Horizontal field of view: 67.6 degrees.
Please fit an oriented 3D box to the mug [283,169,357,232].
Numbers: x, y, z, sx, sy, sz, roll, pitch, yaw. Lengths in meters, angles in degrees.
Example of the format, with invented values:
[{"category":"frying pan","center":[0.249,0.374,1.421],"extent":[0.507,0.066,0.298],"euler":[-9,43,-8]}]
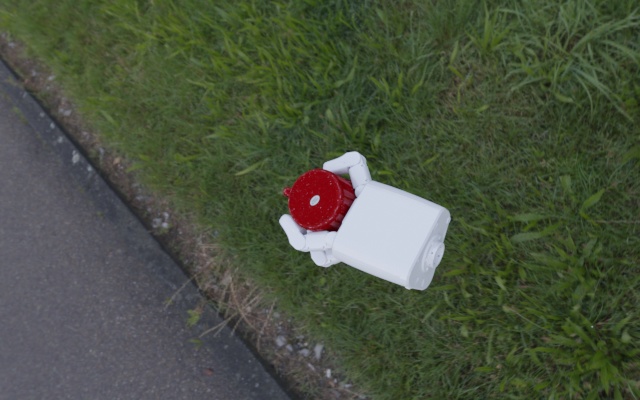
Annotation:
[{"category":"mug","center":[-0.001,0.002,0.652],"extent":[0.117,0.093,0.081],"euler":[20,-2,31]}]
